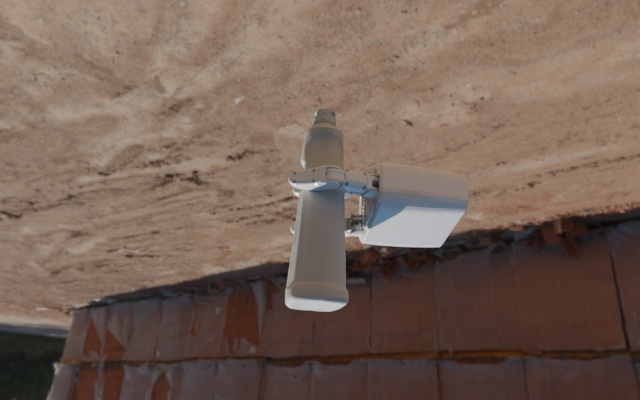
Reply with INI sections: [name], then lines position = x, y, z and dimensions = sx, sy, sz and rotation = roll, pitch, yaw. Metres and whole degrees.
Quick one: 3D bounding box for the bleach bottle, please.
[bleach bottle]
position = 0.000, 0.002, 0.579
dimensions = 0.068, 0.250, 0.103
rotation = 6, -19, -7
